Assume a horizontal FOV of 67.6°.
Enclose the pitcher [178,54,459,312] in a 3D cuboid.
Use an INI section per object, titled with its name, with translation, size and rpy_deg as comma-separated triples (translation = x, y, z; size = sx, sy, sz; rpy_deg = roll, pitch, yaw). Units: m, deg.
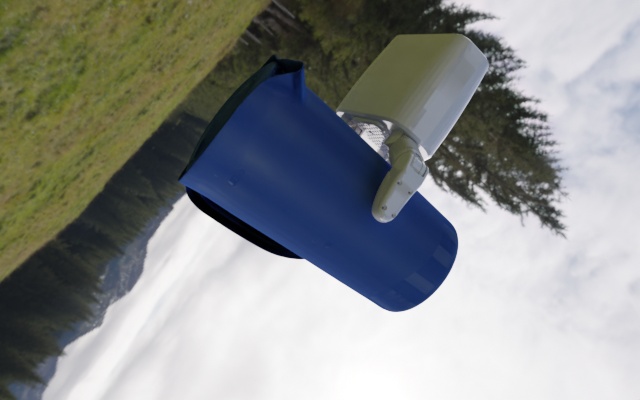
[pitcher]
translation = 0.000, 0.001, 0.441
size = 0.243, 0.145, 0.149
rpy_deg = 38, -7, -17
